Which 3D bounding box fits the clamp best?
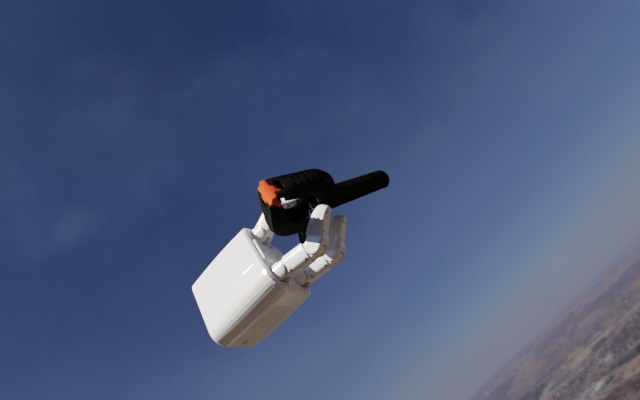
[{"bbox_3d":[-0.001,0.001,0.585,0.036,0.164,0.210,49,8,27],"label":"clamp"}]
